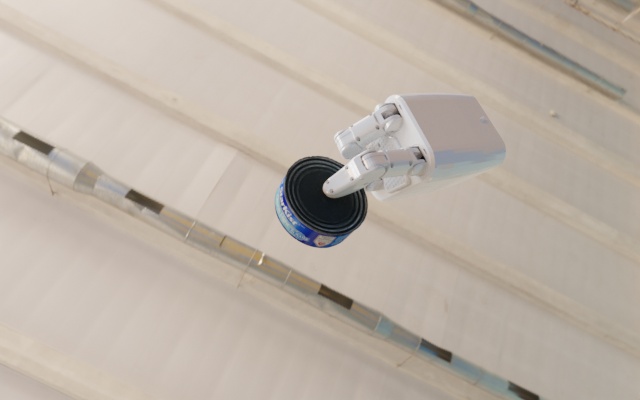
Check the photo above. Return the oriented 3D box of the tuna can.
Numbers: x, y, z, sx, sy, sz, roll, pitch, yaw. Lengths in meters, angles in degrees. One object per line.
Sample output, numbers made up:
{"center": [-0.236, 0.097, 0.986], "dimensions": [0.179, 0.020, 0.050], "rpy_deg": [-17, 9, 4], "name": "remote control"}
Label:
{"center": [0.000, 0.002, 0.459], "dimensions": [0.086, 0.086, 0.034], "rpy_deg": [0, -29, -27], "name": "tuna can"}
